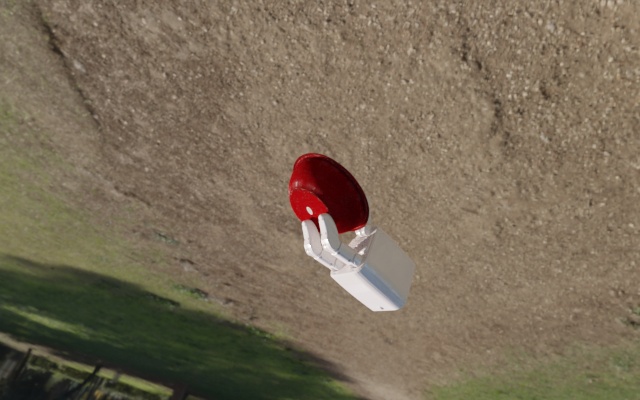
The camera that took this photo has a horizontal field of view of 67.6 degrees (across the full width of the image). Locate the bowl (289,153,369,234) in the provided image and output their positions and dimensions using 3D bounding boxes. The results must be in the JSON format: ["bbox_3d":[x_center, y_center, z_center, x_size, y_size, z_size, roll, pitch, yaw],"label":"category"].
[{"bbox_3d":[-0.001,0.002,0.796,0.162,0.162,0.055,0,35,49],"label":"bowl"}]
